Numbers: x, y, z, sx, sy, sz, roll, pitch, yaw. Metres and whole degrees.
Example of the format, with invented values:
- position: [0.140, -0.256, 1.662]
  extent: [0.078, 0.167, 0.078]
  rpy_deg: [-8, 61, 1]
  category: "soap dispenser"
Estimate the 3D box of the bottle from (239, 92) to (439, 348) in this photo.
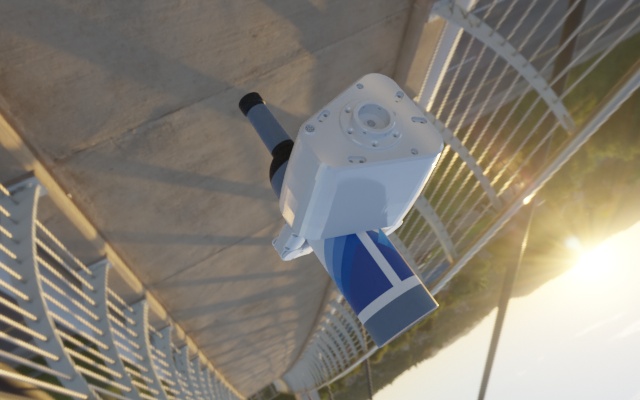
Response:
- position: [0.000, 0.002, 0.480]
  extent: [0.069, 0.295, 0.069]
  rpy_deg: [-30, -21, -13]
  category: "bottle"
